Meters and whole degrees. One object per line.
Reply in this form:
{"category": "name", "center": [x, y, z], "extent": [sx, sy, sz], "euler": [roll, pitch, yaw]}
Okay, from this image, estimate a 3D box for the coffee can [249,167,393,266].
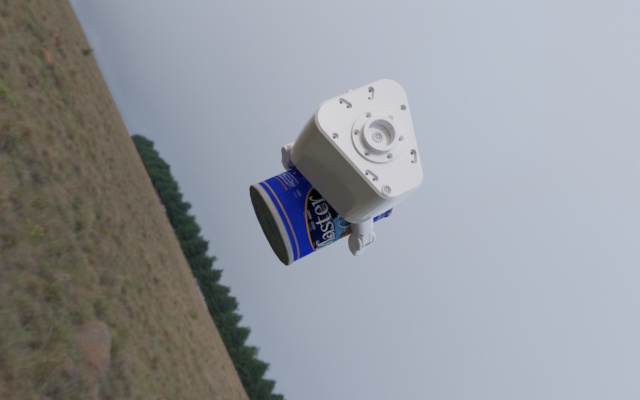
{"category": "coffee can", "center": [0.000, 0.002, 0.572], "extent": [0.140, 0.103, 0.103], "euler": [-25, 7, -17]}
